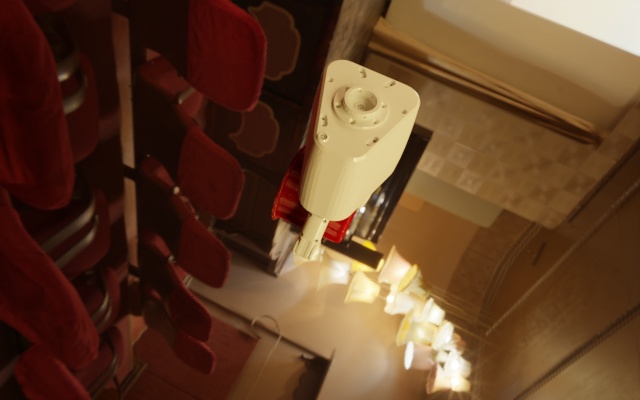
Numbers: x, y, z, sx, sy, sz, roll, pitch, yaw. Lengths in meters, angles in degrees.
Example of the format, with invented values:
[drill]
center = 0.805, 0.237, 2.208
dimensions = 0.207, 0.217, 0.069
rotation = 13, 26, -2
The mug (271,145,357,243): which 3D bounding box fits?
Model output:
[mug]
center = 0.000, 0.003, 0.550
dimensions = 0.081, 0.093, 0.117
rotation = 24, -29, 6
